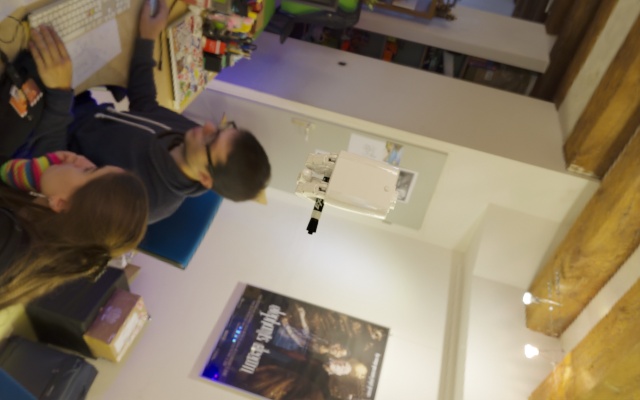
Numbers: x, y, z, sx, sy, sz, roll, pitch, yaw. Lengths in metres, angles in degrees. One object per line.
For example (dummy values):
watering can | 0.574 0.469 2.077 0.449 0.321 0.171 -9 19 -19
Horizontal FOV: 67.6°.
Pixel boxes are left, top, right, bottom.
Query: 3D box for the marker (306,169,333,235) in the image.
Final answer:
marker | 0.000 0.003 0.841 0.020 0.121 0.020 17 -14 4
